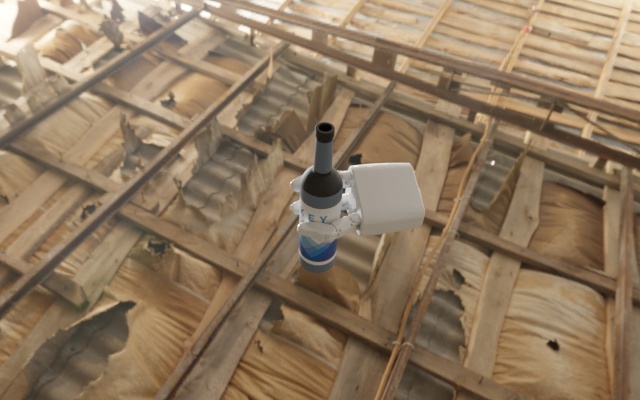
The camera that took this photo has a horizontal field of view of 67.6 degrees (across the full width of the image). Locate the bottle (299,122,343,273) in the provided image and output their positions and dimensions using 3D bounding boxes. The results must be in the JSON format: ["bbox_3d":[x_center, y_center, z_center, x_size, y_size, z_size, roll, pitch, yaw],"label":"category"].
[{"bbox_3d":[0.000,0.003,0.761,0.069,0.069,0.296,0,-44,-3],"label":"bottle"}]
